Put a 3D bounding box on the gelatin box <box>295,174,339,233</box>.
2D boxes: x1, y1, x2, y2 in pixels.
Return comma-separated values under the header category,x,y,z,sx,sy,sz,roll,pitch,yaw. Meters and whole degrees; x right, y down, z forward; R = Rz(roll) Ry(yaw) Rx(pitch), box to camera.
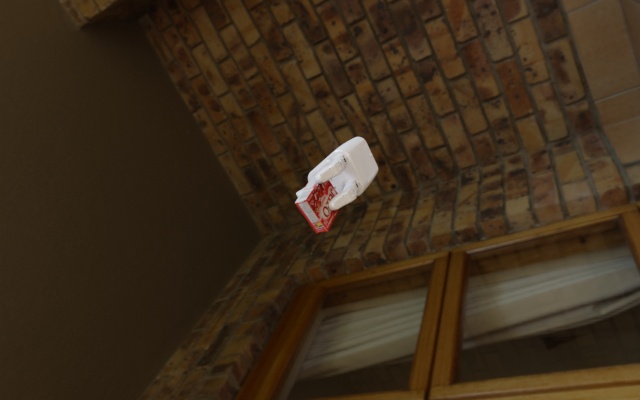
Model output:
category,x,y,z,sx,sy,sz,roll,pitch,yaw
gelatin box,0.000,0.003,0.856,0.030,0.073,0.089,-16,28,36
